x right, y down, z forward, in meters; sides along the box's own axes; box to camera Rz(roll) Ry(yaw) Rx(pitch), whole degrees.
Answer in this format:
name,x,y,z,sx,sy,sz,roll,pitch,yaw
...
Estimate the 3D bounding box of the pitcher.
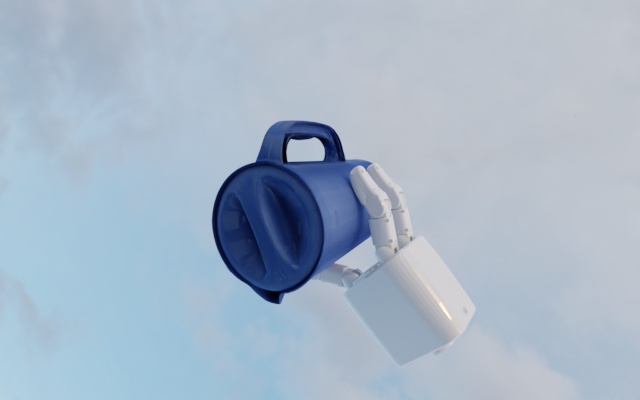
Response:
name,x,y,z,sx,sy,sz,roll,pitch,yaw
pitcher,0.000,0.002,0.562,0.149,0.145,0.243,-45,-13,27
